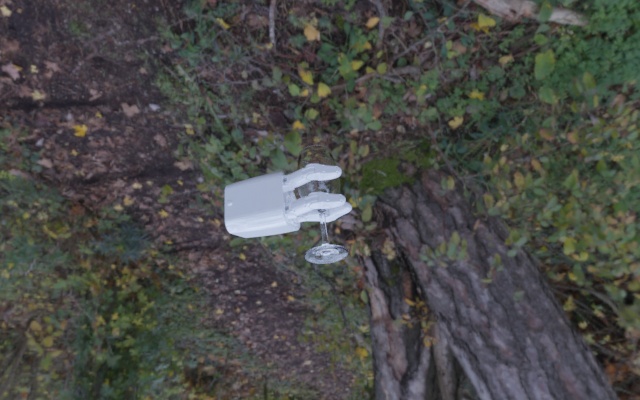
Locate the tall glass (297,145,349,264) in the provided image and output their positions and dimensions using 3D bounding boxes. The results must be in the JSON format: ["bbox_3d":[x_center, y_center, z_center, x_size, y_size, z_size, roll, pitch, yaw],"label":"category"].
[{"bbox_3d":[0.000,0.003,0.827,0.079,0.201,0.079,-5,-29,-3],"label":"tall glass"}]
